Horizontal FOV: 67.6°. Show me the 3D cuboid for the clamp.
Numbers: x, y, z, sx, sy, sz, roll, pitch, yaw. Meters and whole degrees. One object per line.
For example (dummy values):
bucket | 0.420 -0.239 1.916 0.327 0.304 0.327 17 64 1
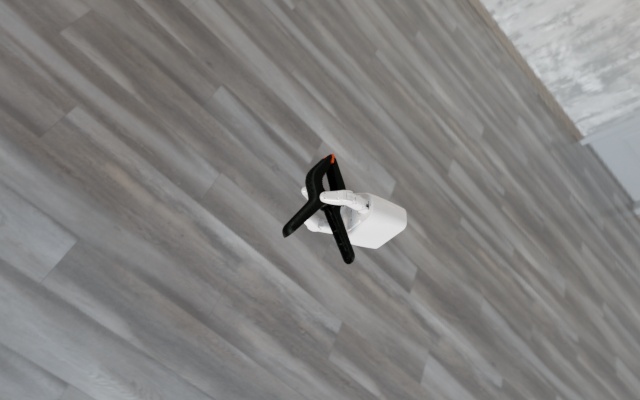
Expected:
clamp | 0.001 0.002 0.889 0.164 0.210 0.036 20 -30 -38
